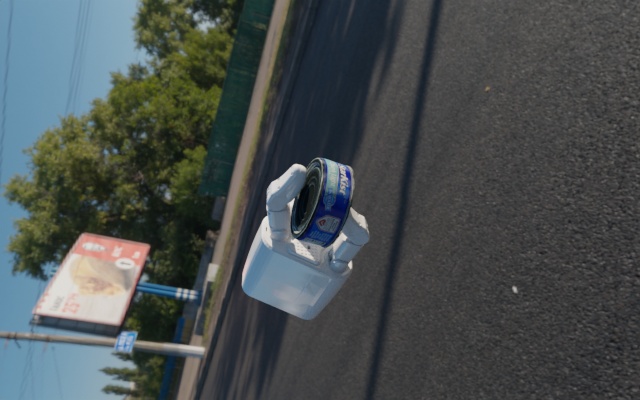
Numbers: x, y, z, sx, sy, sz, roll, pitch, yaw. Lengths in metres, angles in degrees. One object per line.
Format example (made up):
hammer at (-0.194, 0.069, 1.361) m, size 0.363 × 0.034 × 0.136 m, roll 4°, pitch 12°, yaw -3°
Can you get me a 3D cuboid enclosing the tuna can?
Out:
tuna can at (0.000, 0.001, 0.475) m, size 0.034 × 0.086 × 0.086 m, roll 17°, pitch -5°, yaw -17°
